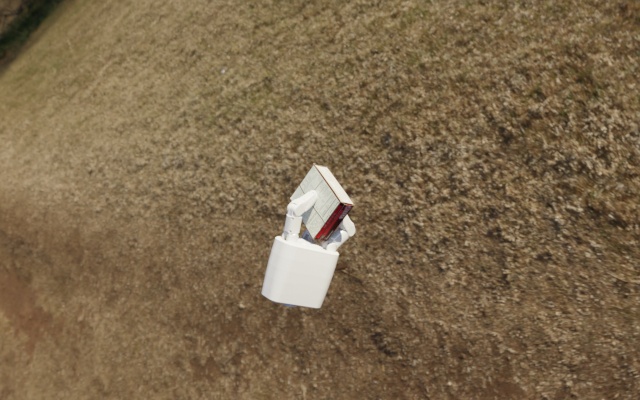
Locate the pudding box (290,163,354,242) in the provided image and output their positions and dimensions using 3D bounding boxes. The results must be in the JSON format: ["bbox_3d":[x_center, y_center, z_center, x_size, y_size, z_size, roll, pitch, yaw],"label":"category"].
[{"bbox_3d":[0.000,0.003,0.854,0.039,0.090,0.113,13,33,-44],"label":"pudding box"}]
